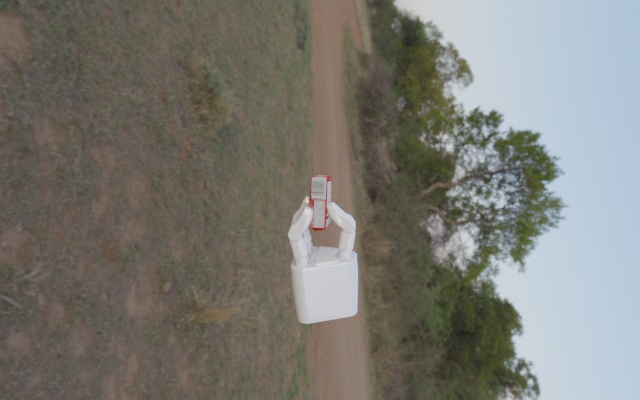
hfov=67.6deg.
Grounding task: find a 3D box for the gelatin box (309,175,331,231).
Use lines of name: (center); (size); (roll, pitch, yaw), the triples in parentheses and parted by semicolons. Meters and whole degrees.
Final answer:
gelatin box: (0.001, 0.002, 0.809); (0.030, 0.089, 0.073); (2, 4, 7)
